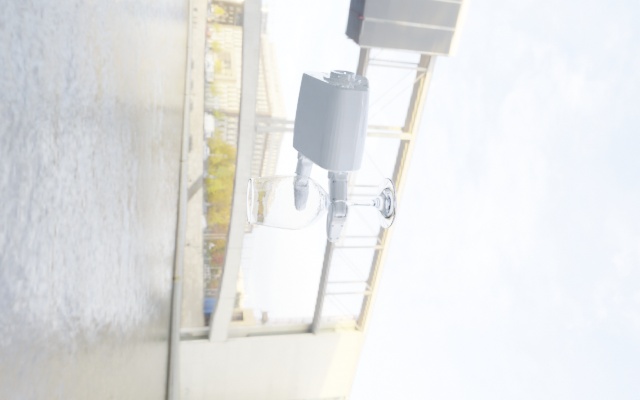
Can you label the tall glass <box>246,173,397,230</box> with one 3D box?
[{"bbox_3d":[0.001,0.002,0.667,0.201,0.079,0.079,0,0,-15],"label":"tall glass"}]
